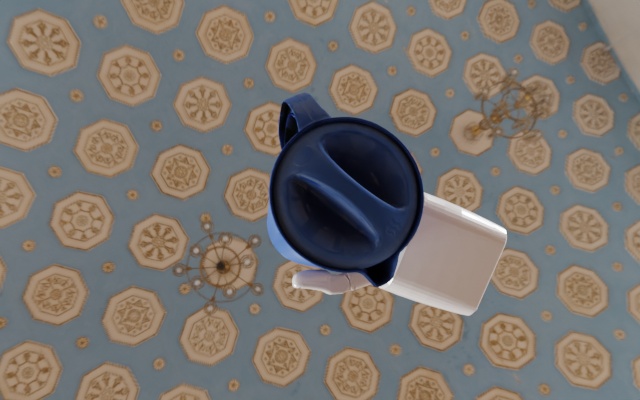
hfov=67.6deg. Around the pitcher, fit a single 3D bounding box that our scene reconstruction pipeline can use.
[{"bbox_3d":[0.000,0.002,0.509,0.145,0.149,0.243,20,-12,-7],"label":"pitcher"}]
